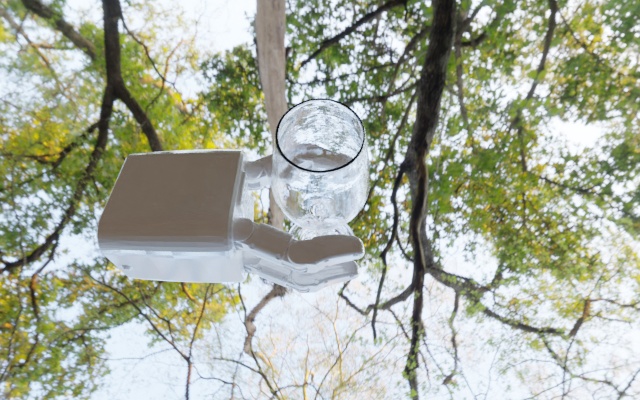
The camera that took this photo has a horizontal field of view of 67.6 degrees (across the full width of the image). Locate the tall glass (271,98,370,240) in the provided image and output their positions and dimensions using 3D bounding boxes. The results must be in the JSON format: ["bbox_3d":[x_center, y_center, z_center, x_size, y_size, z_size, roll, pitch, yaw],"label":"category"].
[{"bbox_3d":[0.000,0.002,0.410,0.079,0.079,0.201,0,-28,0],"label":"tall glass"}]
